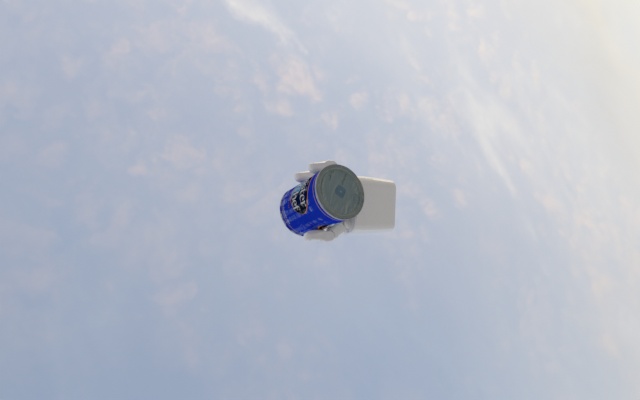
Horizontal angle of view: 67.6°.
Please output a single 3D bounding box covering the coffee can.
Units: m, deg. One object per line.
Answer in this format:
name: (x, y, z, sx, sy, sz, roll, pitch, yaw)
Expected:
coffee can: (0.000, 0.003, 0.897, 0.103, 0.102, 0.140, 0, -16, -33)
